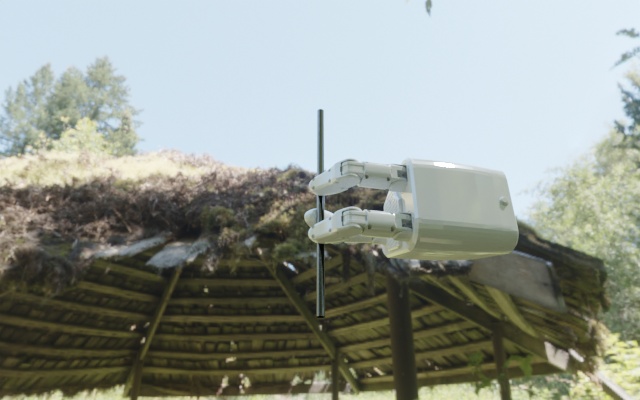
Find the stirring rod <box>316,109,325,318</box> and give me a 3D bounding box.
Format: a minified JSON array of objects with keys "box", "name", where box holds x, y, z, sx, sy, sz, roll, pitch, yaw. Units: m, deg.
[{"box":[0.000,0.002,0.496,0.011,0.239,0.011,0,-29,0],"name":"stirring rod"}]
